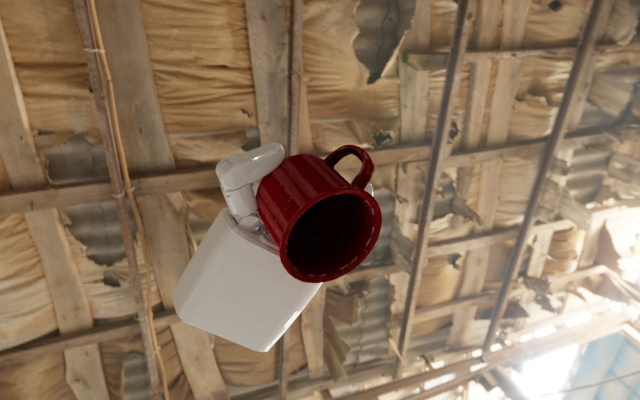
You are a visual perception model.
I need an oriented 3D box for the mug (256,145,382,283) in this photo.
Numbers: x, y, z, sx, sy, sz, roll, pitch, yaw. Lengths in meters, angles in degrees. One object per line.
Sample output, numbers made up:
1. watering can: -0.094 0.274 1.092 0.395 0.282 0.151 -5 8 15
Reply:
1. mug: 0.001 0.000 0.415 0.093 0.117 0.081 27 14 -39
